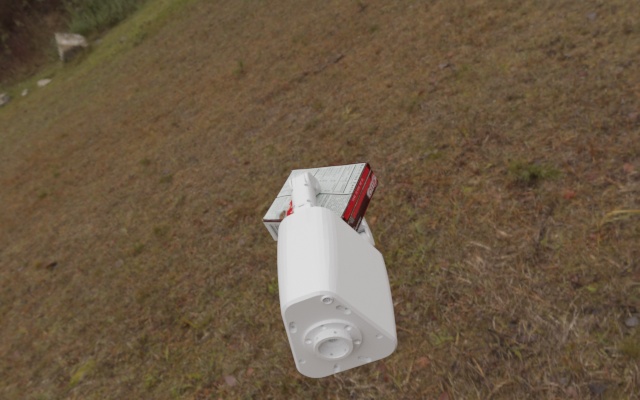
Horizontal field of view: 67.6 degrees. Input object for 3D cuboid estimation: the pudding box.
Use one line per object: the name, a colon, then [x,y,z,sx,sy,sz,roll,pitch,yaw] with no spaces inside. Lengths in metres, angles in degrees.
pudding box: [0.000,0.002,0.547,0.113,0.039,0.090,-2,44,34]
